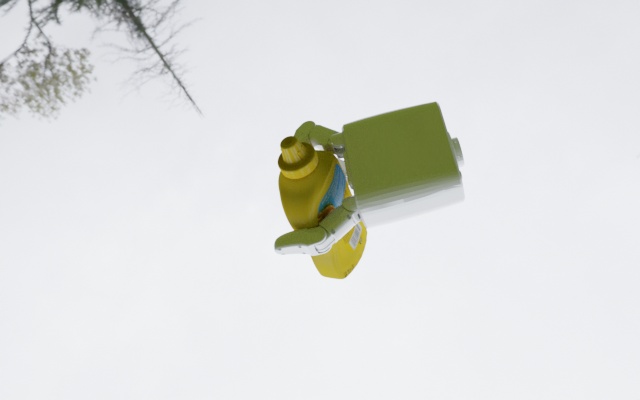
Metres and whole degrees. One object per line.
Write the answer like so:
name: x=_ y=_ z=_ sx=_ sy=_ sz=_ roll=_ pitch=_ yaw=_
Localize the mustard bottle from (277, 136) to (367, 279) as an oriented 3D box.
mustard bottle: x=0.000 y=0.002 z=0.531 sx=0.058 sy=0.096 sz=0.192 roll=6 pitch=-35 yaw=27
